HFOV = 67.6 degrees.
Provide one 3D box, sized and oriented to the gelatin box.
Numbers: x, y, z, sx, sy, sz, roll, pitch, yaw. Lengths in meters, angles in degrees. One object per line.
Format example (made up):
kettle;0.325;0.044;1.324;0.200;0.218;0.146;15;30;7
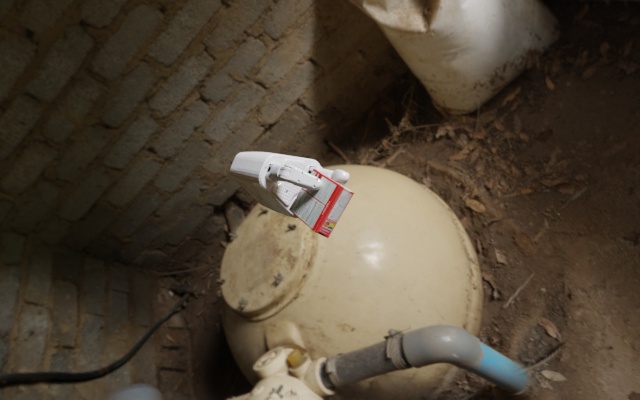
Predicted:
gelatin box;0.000;0.002;0.682;0.030;0.073;0.089;27;5;-33
